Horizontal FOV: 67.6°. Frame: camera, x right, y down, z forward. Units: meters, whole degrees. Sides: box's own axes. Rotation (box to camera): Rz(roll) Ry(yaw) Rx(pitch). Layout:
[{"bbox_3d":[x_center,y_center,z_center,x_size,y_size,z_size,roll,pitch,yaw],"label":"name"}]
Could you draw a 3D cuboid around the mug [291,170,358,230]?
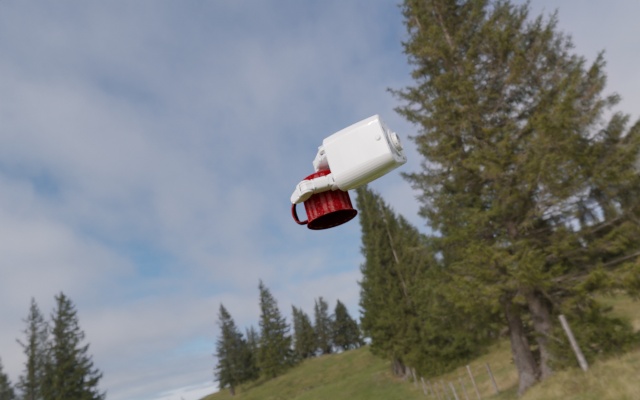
[{"bbox_3d":[-0.001,0.003,0.853,0.117,0.081,0.093,-24,-21,20],"label":"mug"}]
